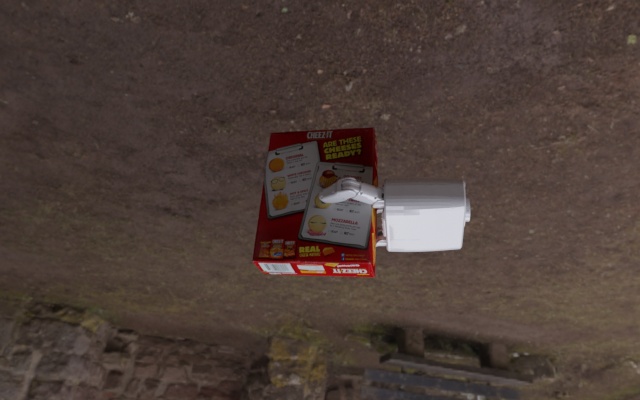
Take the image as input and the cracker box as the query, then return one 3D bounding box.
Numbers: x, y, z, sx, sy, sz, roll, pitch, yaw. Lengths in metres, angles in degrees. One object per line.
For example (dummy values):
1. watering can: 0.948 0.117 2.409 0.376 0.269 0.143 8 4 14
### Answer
1. cracker box: 0.000 0.002 0.702 0.164 0.213 0.072 -1 -27 11
